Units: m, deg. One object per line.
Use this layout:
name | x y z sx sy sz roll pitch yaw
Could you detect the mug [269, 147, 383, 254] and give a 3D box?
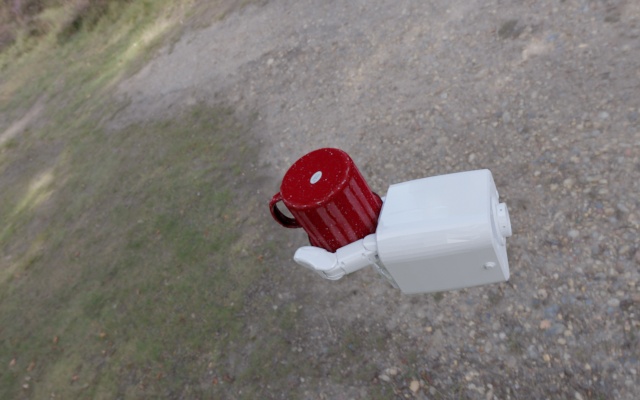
mug | -0.001 0.002 0.503 0.117 0.093 0.081 -11 -43 25
